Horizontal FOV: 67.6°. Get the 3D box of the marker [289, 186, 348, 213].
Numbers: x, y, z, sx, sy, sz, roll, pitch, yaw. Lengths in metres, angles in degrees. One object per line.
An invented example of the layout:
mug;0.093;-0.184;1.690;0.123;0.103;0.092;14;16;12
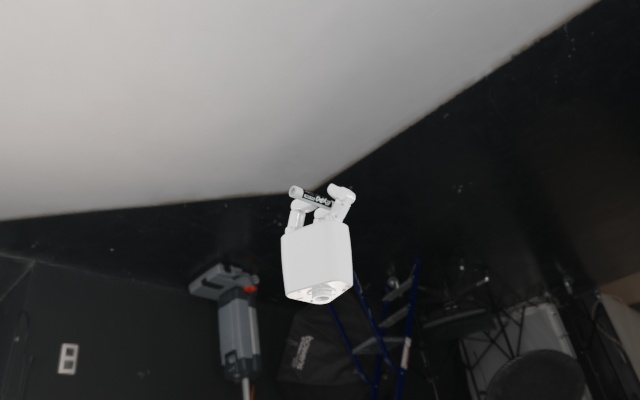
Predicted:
marker;0.000;0.003;0.793;0.121;0.020;0.020;21;-13;-38
